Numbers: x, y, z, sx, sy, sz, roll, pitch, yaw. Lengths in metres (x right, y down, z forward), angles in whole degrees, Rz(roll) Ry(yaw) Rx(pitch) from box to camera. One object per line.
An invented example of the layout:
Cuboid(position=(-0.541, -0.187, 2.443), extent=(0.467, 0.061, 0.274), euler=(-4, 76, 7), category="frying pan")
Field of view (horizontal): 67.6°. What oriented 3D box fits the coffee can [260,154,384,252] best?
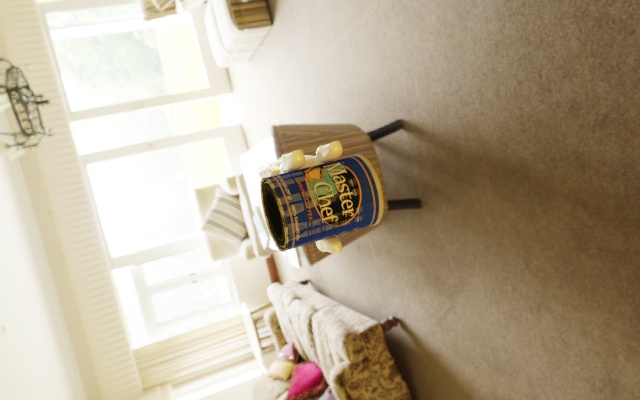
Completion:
Cuboid(position=(0.000, 0.002, 0.650), extent=(0.140, 0.103, 0.103), euler=(-15, 5, -19), category="coffee can")
